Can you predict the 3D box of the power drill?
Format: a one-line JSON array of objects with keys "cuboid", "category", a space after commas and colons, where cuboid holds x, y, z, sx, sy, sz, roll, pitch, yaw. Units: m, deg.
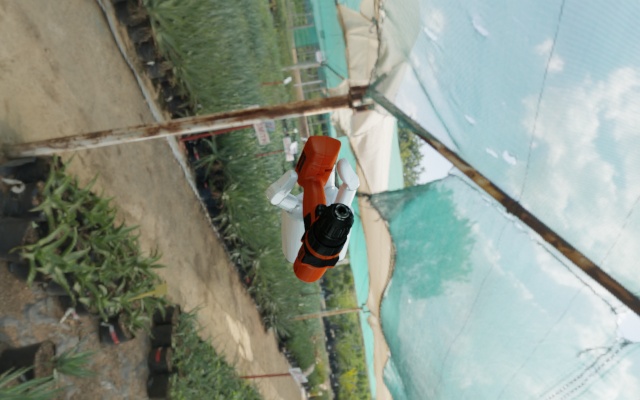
[{"cuboid": [0.000, 0.002, 0.676, 0.057, 0.187, 0.184, 9, -34, -14], "category": "power drill"}]
